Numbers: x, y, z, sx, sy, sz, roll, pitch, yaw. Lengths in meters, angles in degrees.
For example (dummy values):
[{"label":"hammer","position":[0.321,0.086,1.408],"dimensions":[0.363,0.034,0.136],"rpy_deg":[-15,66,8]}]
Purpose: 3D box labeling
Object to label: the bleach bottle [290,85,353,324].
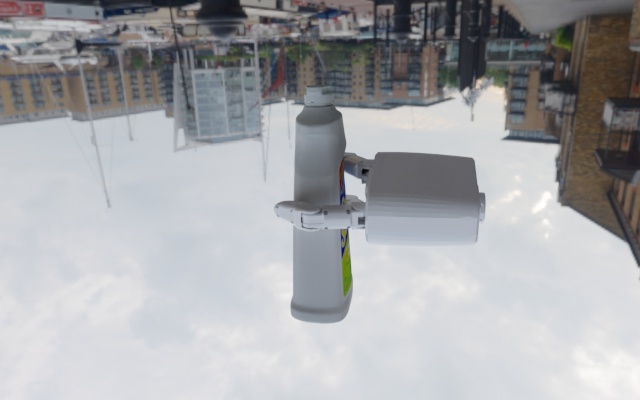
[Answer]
[{"label":"bleach bottle","position":[0.000,0.002,0.531],"dimensions":[0.068,0.251,0.102],"rpy_deg":[2,18,11]}]
